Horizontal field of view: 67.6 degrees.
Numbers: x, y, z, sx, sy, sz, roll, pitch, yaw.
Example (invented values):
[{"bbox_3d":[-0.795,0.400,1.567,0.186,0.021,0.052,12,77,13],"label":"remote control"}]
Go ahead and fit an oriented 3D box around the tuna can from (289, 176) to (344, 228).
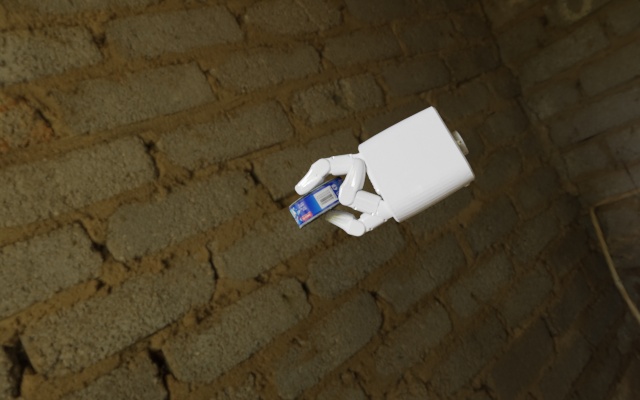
[{"bbox_3d":[0.000,0.002,0.658,0.086,0.034,0.086,-32,-3,-2],"label":"tuna can"}]
